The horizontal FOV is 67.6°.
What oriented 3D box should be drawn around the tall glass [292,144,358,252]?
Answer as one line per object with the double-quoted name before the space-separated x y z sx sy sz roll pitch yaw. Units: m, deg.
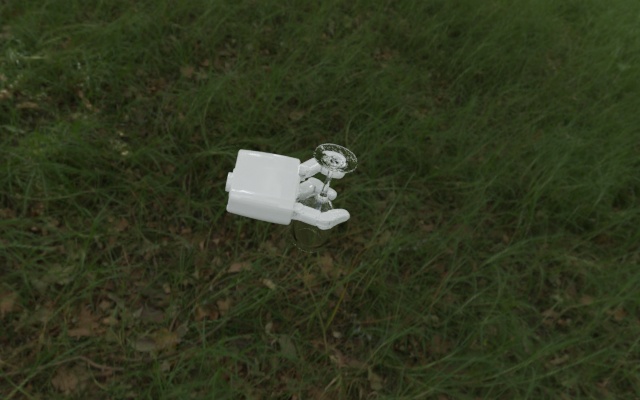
"tall glass" 0.000 0.002 0.838 0.079 0.201 0.079 10 41 -9
